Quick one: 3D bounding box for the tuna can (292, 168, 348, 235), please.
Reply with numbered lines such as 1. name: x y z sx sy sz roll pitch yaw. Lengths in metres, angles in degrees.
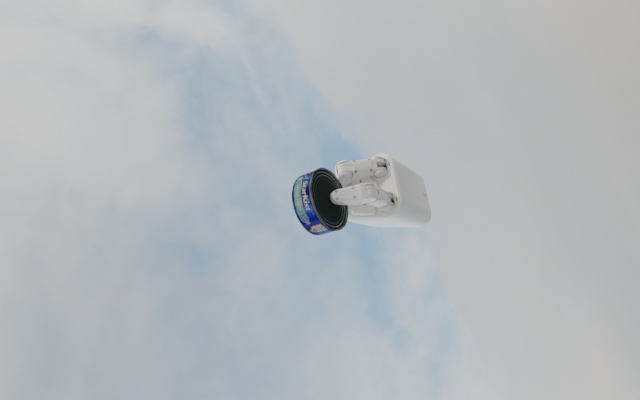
1. tuna can: 0.000 0.002 0.634 0.034 0.086 0.086 -18 -10 32
